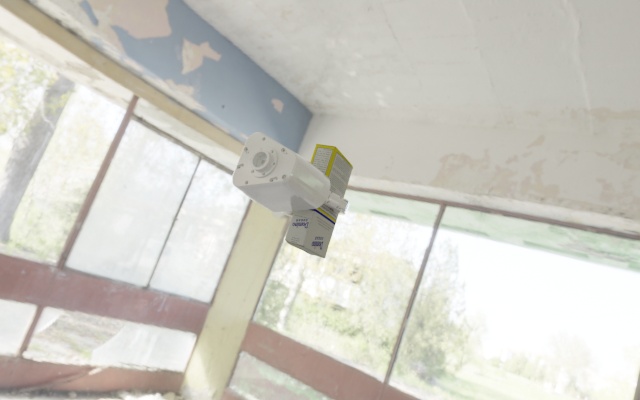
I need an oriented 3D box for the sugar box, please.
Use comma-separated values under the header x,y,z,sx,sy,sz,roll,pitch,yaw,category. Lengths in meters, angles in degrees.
x,y,z,sx,sy,sz,roll,pitch,yaw,category
0.000,0.002,0.820,0.048,0.176,0.093,14,-12,29,sugar box
